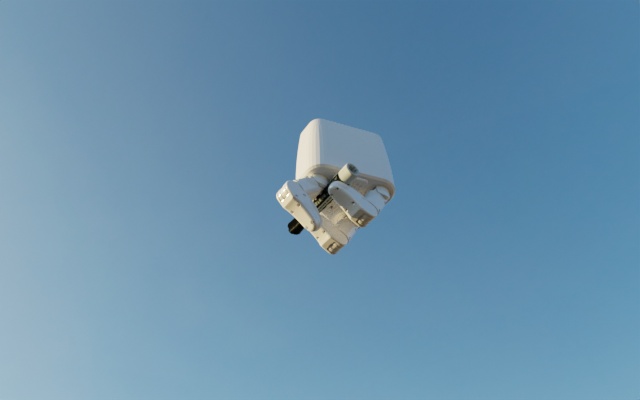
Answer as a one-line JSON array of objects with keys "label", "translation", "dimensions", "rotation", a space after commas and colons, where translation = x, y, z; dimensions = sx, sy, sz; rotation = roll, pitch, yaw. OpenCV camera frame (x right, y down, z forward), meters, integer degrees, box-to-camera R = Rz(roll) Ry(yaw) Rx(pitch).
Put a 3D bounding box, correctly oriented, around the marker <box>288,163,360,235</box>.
[{"label": "marker", "translation": [0.000, 0.002, 0.554], "dimensions": [0.020, 0.020, 0.121], "rotation": [0, -37, -48]}]
